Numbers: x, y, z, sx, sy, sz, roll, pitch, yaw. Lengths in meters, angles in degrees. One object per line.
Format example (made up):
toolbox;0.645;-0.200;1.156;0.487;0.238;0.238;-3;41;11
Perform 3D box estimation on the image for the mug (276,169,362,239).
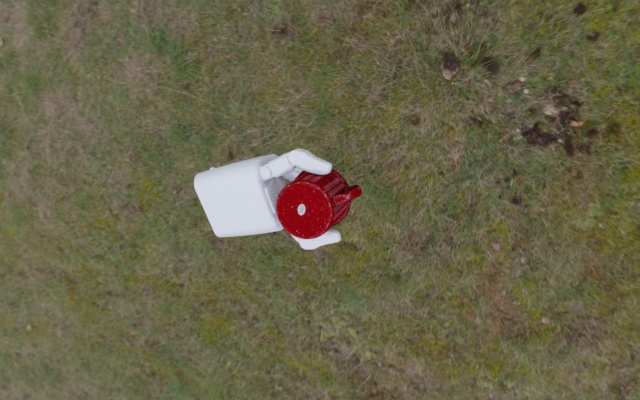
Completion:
mug;0.001;0.002;0.654;0.117;0.093;0.081;-12;10;20
